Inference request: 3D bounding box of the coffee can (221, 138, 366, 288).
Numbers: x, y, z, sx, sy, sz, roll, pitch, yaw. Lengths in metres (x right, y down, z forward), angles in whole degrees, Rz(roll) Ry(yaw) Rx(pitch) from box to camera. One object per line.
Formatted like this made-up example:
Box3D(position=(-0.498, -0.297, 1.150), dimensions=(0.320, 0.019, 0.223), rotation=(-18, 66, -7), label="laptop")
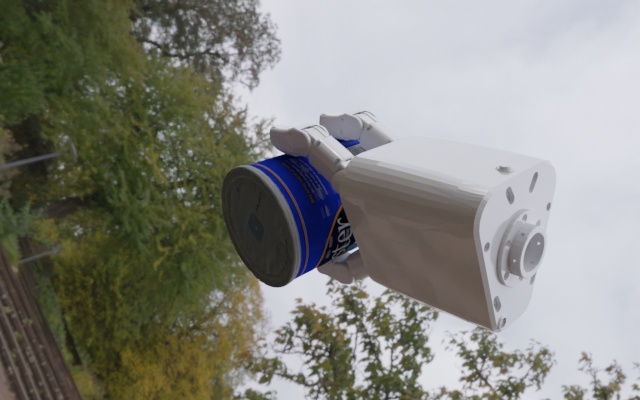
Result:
Box3D(position=(0.000, 0.001, 0.421), dimensions=(0.140, 0.103, 0.103), rotation=(-22, 13, -35), label="coffee can")
